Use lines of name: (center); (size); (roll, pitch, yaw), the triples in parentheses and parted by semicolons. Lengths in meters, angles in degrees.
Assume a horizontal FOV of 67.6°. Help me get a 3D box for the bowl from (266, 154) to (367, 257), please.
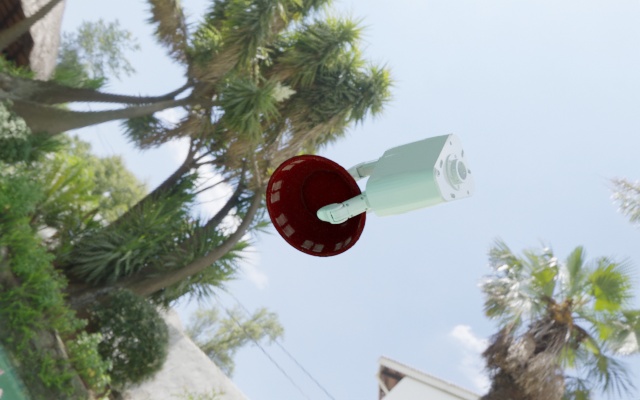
bowl: (-0.001, 0.002, 0.726); (0.162, 0.162, 0.055); (0, 19, 24)
